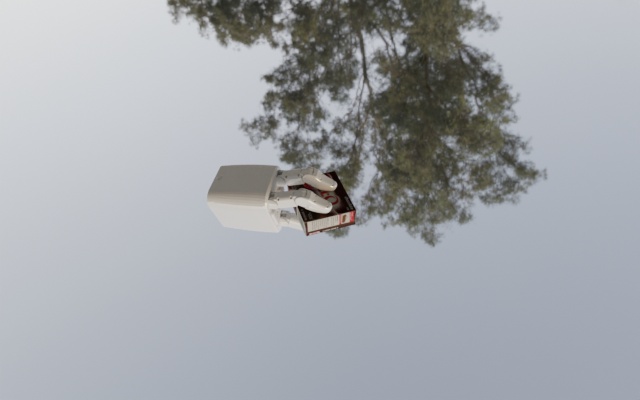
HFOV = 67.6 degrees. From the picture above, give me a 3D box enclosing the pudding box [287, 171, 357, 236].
[{"bbox_3d":[0.000,0.003,0.809,0.090,0.039,0.113,-14,45,-12],"label":"pudding box"}]
